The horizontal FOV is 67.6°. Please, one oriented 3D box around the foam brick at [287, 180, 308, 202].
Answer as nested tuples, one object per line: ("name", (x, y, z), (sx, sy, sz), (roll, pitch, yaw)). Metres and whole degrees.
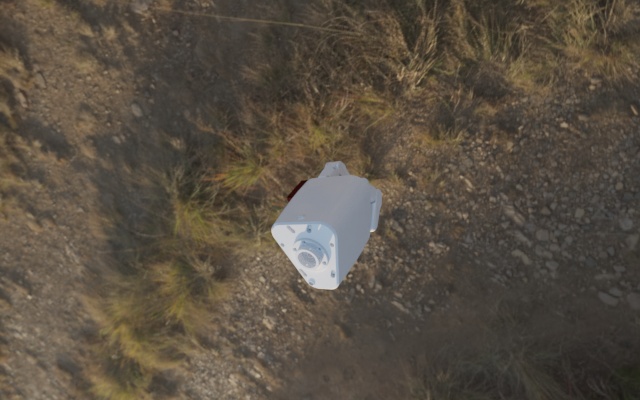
("foam brick", (0.000, 0.002, 0.704), (0.078, 0.053, 0.051), (-3, 31, 31))
